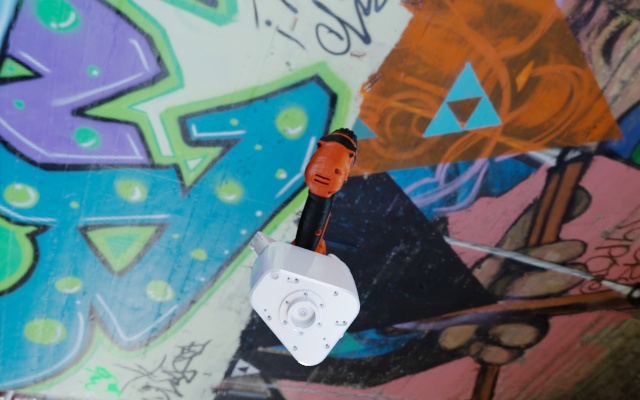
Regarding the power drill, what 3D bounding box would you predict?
[{"bbox_3d":[0.000,0.003,0.635,0.057,0.188,0.184,18,24,6],"label":"power drill"}]
